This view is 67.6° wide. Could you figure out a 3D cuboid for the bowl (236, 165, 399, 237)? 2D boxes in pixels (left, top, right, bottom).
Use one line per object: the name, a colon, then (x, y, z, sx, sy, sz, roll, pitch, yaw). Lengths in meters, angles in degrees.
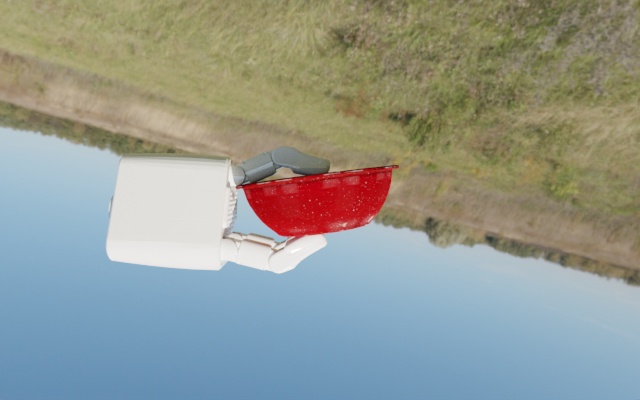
bowl: (0.001, 0.002, 0.473, 0.162, 0.055, 0.162, -8, 2, 0)
